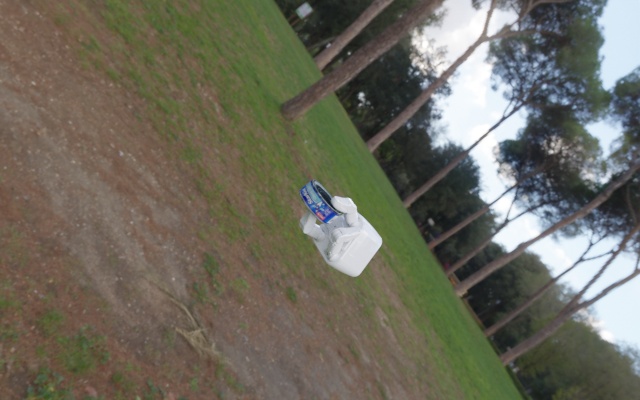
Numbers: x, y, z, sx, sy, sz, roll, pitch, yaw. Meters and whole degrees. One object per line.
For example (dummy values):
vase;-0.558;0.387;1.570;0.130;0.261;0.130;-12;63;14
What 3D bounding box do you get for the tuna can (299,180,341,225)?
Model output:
tuna can;0.001;0.003;0.896;0.034;0.086;0.086;-39;-10;12
